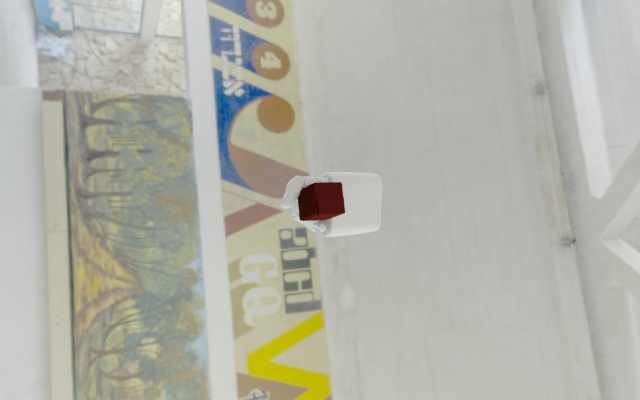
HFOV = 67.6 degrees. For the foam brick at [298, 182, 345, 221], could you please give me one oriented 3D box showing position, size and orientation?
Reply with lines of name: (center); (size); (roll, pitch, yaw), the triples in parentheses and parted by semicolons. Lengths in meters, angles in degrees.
foam brick: (0.000, 0.003, 0.790); (0.051, 0.053, 0.078); (-1, -10, -24)
